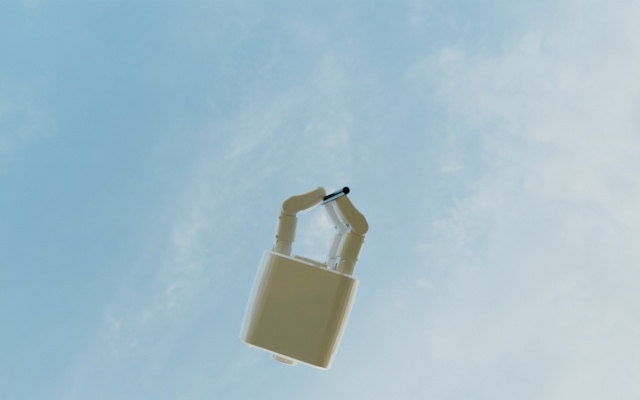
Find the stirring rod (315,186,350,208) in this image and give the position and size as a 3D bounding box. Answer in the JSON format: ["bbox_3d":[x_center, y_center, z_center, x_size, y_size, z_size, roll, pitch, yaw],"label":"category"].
[{"bbox_3d":[0.000,0.002,0.598,0.011,0.011,0.239,0,-6,-12],"label":"stirring rod"}]
